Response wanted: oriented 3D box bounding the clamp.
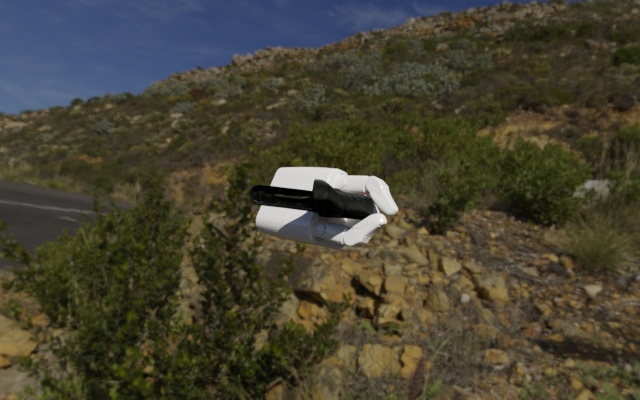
[{"bbox_3d":[0.000,0.001,0.590,0.120,0.039,0.171,6,-8,36],"label":"clamp"}]
